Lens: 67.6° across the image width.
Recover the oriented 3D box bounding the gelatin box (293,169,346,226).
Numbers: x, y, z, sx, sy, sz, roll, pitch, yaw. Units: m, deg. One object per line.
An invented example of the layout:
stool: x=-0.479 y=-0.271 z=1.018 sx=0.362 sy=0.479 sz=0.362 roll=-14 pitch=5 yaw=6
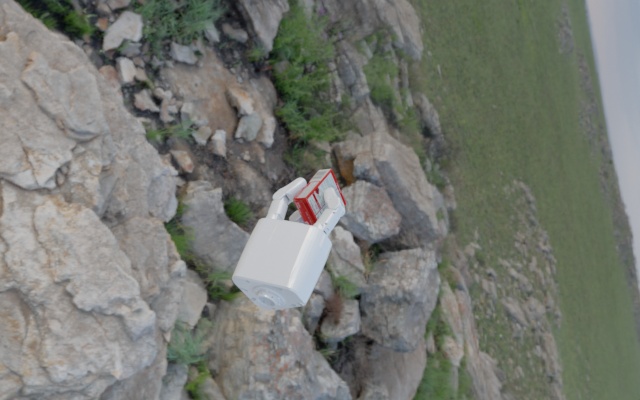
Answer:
gelatin box: x=0.001 y=0.002 z=0.776 sx=0.030 sy=0.073 sz=0.089 roll=-2 pitch=35 yaw=37
